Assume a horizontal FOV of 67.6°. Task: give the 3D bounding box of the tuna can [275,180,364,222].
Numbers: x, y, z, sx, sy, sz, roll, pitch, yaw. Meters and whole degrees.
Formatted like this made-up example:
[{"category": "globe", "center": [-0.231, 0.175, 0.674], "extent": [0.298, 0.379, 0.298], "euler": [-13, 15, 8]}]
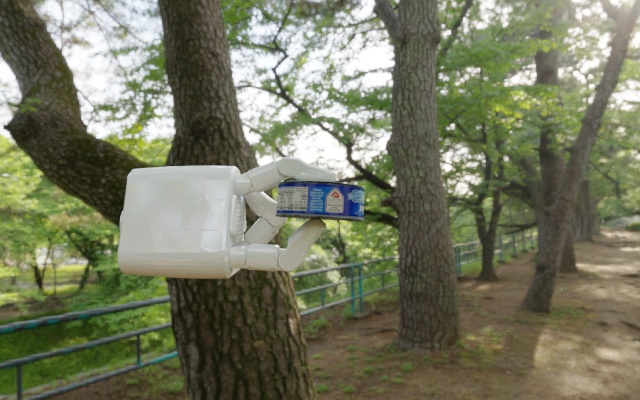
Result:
[{"category": "tuna can", "center": [0.000, 0.001, 0.463], "extent": [0.086, 0.034, 0.086], "euler": [3, -3, 0]}]
